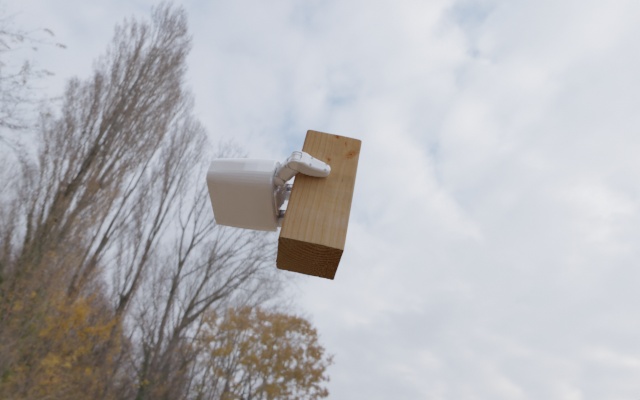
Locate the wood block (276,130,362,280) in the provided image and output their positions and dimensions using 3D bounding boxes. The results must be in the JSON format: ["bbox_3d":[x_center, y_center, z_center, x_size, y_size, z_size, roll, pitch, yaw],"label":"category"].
[{"bbox_3d":[0.000,0.002,0.722,0.090,0.206,0.091,12,-37,0],"label":"wood block"}]
